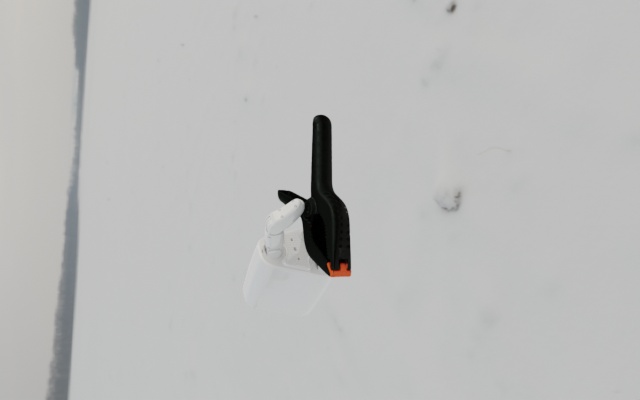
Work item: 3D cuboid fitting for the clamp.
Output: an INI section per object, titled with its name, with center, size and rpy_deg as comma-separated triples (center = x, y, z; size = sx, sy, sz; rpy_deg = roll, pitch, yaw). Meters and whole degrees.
[clamp]
center = -0.001, 0.003, 0.622
size = 0.036, 0.165, 0.209
rpy_deg = 2, 42, -27
